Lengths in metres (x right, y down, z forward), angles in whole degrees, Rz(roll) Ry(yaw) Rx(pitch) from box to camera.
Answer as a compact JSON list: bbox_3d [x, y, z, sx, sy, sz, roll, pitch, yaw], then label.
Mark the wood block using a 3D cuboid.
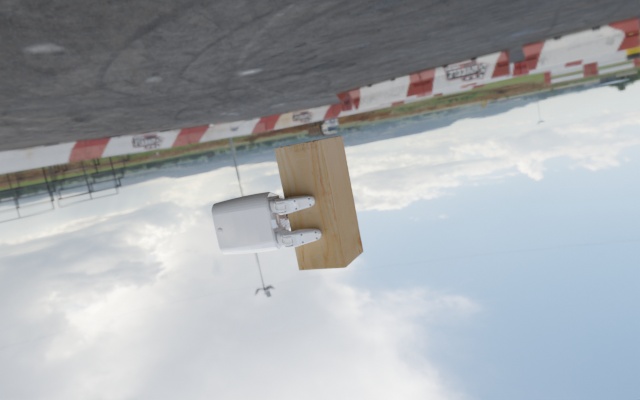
[{"bbox_3d":[0.000,0.003,0.801,0.090,0.206,0.091,-7,9,25],"label":"wood block"}]
